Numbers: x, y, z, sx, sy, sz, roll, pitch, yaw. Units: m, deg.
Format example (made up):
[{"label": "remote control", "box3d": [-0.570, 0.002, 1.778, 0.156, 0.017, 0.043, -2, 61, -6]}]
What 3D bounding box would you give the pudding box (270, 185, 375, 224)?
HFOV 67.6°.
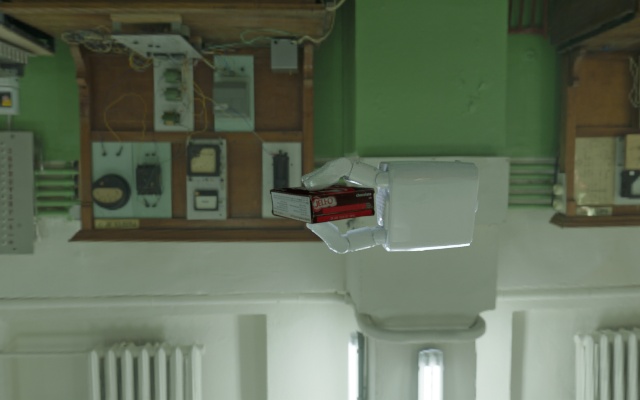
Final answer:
[{"label": "pudding box", "box3d": [0.000, 0.002, 0.597, 0.090, 0.039, 0.113, -5, 5, -30]}]
